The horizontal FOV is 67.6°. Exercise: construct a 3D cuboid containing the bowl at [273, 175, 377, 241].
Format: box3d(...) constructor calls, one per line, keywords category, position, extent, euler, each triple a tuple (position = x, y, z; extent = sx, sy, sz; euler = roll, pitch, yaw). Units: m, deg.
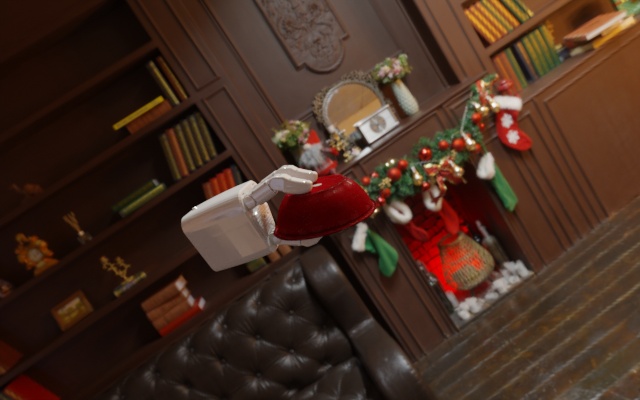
box3d(category="bowl", position=(0.001, 0.002, 0.711), extent=(0.162, 0.055, 0.162), euler=(-15, 15, 4))
